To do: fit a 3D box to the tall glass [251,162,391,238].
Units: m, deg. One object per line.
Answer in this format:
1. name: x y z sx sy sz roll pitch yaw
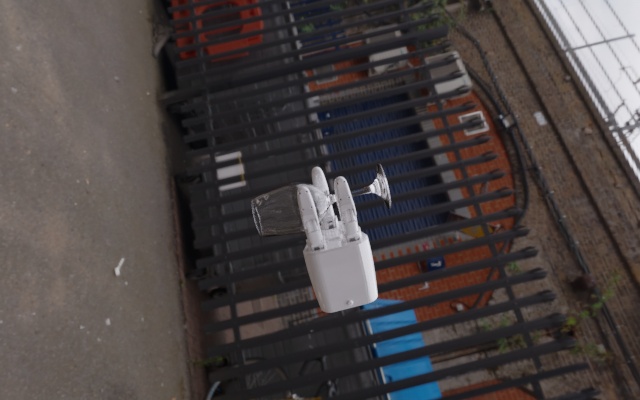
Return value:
1. tall glass: 0.001 0.002 0.725 0.201 0.079 0.079 -14 0 -1
